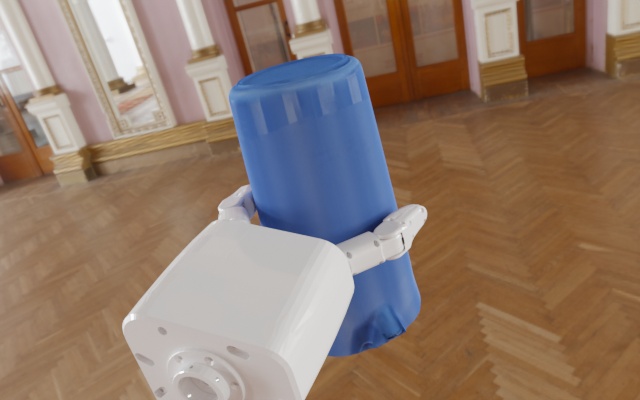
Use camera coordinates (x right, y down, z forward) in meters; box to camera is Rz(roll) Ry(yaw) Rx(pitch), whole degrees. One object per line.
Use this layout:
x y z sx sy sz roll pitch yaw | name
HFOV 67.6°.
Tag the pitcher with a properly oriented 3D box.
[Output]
0.000 0.001 0.431 0.149 0.243 0.145 -3 26 24 | pitcher
